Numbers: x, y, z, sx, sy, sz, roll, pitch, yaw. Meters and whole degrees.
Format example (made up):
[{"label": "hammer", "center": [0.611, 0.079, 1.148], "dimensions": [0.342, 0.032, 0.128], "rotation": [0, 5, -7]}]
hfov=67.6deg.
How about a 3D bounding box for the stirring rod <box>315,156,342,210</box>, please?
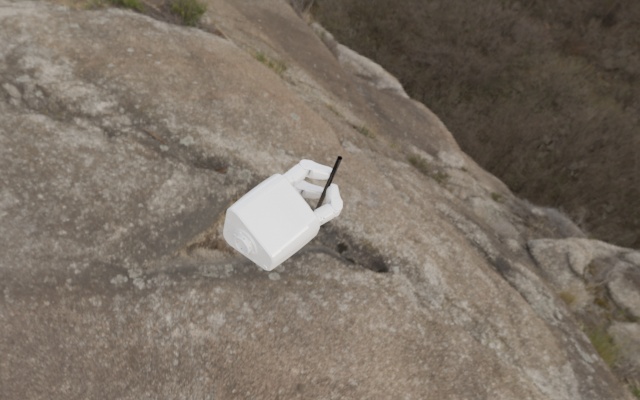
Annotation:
[{"label": "stirring rod", "center": [0.000, 0.003, 0.848], "dimensions": [0.011, 0.011, 0.240], "rotation": [0, -36, -18]}]
